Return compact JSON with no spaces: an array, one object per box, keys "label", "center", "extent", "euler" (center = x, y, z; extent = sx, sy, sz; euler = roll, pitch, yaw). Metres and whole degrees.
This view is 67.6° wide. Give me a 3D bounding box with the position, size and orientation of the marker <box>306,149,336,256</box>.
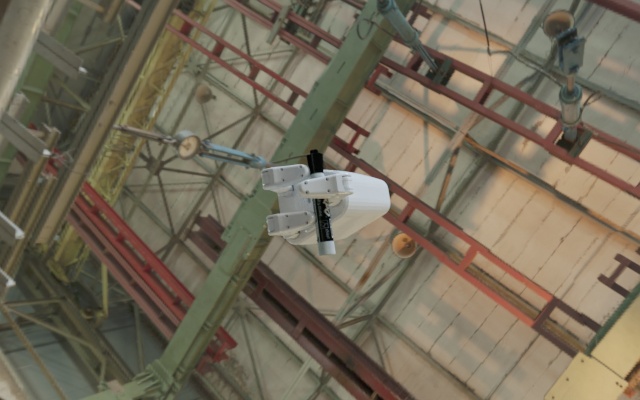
[{"label":"marker","center":[0.000,0.002,0.538],"extent":[0.020,0.121,0.020],"euler":[-7,-8,-1]}]
